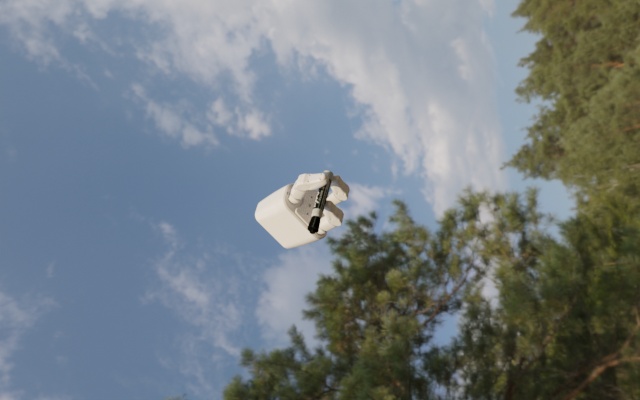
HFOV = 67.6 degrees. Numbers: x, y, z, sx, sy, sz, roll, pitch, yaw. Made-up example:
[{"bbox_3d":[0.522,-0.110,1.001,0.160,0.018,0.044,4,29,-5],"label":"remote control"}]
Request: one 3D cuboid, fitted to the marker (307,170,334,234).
[{"bbox_3d":[0.000,0.003,0.795,0.020,0.121,0.020,11,-32,7],"label":"marker"}]
